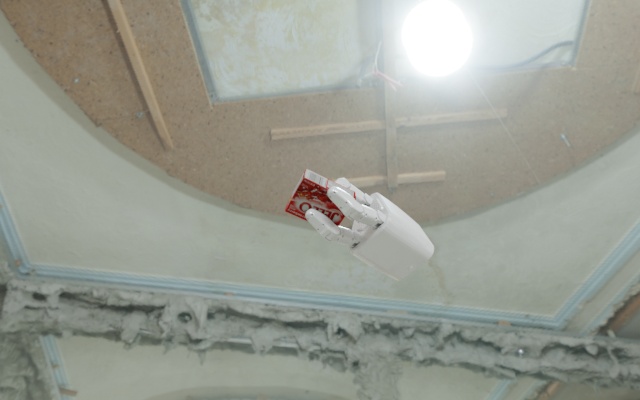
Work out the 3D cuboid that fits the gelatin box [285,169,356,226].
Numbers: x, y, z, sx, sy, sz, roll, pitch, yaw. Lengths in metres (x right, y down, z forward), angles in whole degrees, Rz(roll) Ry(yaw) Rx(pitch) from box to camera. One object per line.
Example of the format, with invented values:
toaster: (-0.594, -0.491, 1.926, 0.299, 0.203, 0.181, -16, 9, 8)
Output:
gelatin box: (0.000, 0.002, 0.744, 0.089, 0.073, 0.030, 25, 35, -10)
